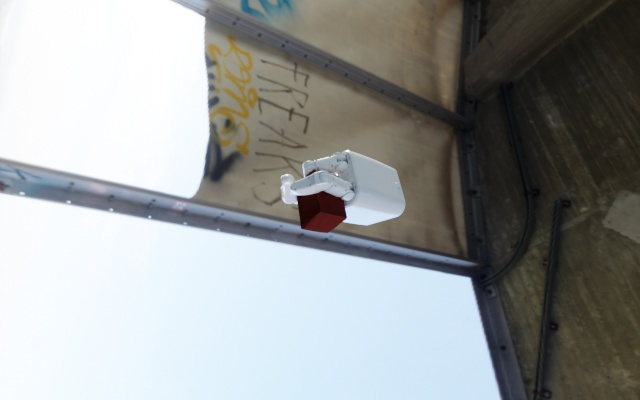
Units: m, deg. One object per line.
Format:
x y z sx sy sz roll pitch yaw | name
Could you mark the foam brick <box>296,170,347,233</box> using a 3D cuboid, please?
0.000 0.003 0.722 0.051 0.078 0.053 15 -39 -34 | foam brick
